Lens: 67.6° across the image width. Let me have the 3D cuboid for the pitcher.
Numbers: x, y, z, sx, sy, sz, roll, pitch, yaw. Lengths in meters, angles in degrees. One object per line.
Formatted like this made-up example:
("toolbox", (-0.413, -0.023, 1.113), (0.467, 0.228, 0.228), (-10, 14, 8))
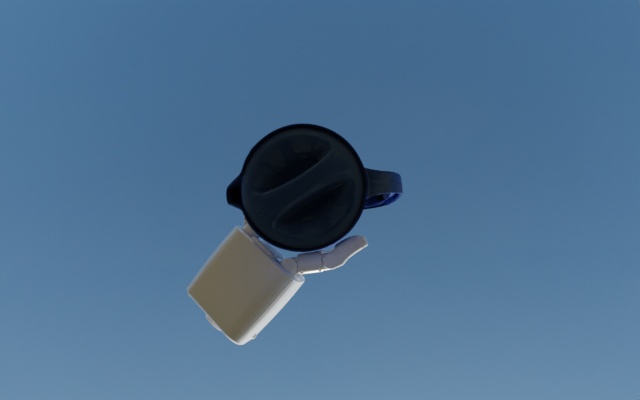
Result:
("pitcher", (0.000, 0.002, 0.596), (0.149, 0.145, 0.243), (39, -3, 8))
